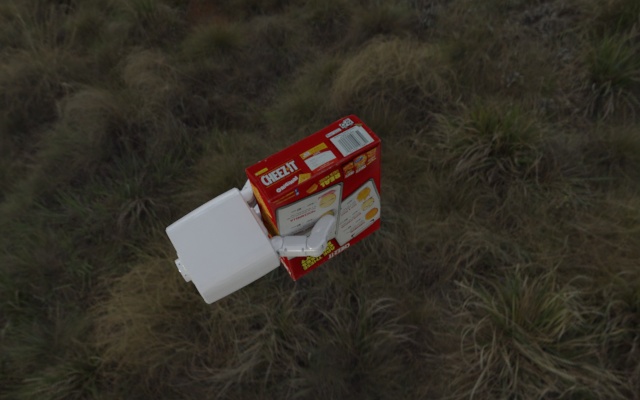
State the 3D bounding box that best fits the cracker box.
[{"bbox_3d":[0.000,0.002,0.672,0.164,0.072,0.214,-30,-32,-14],"label":"cracker box"}]
